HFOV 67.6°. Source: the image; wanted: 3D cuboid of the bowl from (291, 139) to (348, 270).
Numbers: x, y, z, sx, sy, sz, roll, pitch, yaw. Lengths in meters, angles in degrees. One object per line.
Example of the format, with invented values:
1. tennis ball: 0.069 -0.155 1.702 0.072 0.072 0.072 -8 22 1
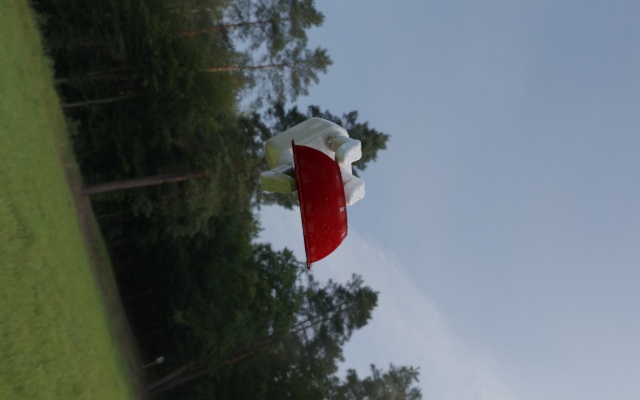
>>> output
1. bowl: 0.001 0.003 0.590 0.055 0.162 0.162 -7 0 -2
